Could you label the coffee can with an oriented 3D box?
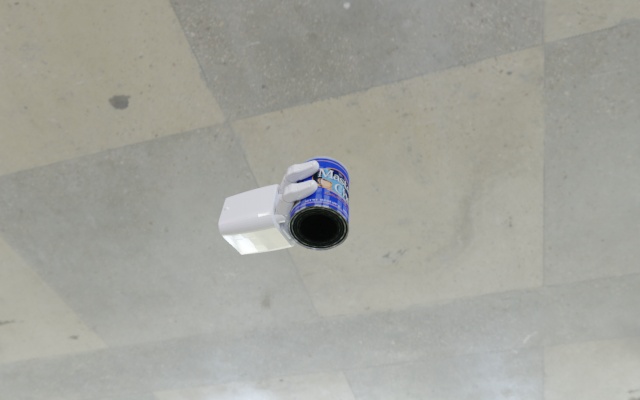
[{"bbox_3d":[0.000,0.003,0.844,0.103,0.103,0.140,0,40,4],"label":"coffee can"}]
